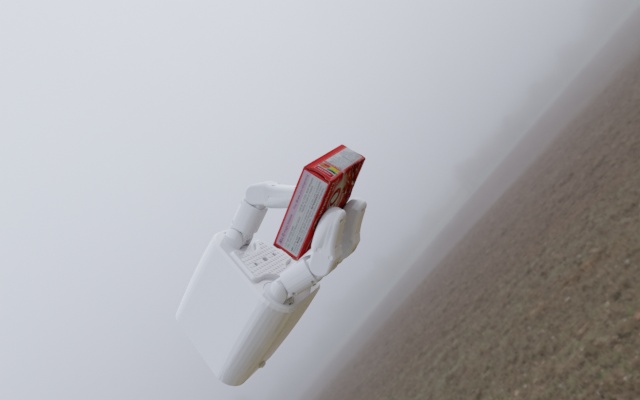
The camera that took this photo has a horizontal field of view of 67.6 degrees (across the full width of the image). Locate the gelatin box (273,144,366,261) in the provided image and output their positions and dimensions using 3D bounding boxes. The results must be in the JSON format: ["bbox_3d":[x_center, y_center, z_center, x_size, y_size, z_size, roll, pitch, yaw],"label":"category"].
[{"bbox_3d":[0.000,0.001,0.427,0.030,0.089,0.073,32,32,15],"label":"gelatin box"}]
